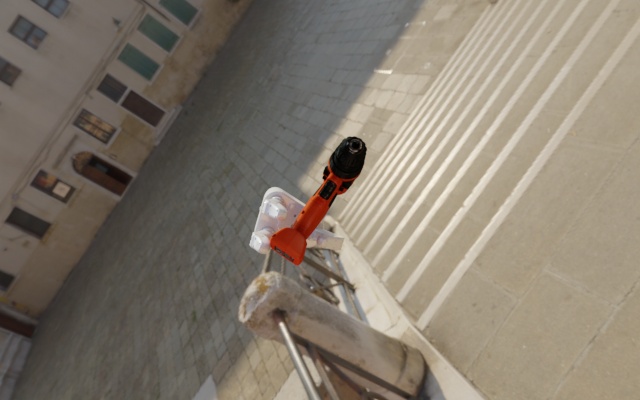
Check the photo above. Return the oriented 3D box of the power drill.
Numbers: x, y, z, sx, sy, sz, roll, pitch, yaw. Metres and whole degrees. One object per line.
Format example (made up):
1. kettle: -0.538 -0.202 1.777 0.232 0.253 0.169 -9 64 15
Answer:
1. power drill: 0.000 0.003 0.714 0.057 0.187 0.184 35 -16 5
